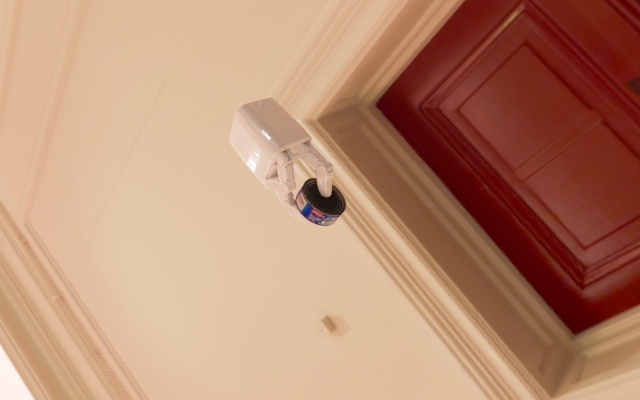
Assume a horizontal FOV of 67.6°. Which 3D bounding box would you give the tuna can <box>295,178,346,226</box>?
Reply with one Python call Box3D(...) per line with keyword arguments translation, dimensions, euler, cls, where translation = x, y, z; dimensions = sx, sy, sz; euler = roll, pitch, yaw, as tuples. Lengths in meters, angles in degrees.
Box3D(translation=(0.000, 0.003, 0.832), dimensions=(0.086, 0.086, 0.034), euler=(0, -40, -38), cls="tuna can")
